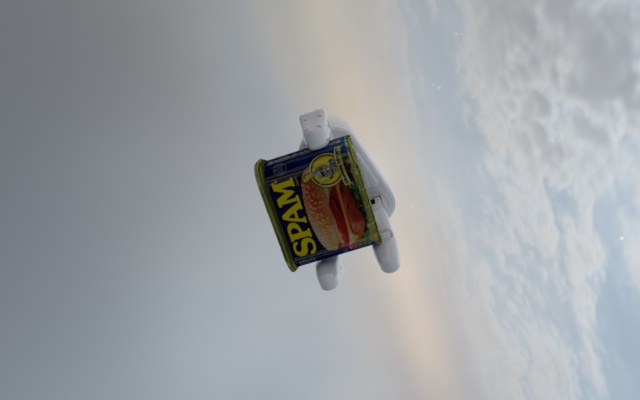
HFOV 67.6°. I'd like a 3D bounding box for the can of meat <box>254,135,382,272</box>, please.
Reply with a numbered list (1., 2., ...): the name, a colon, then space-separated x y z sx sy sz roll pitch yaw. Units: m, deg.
1. can of meat: 0.000 0.001 0.417 0.084 0.102 0.057 -17 14 6
